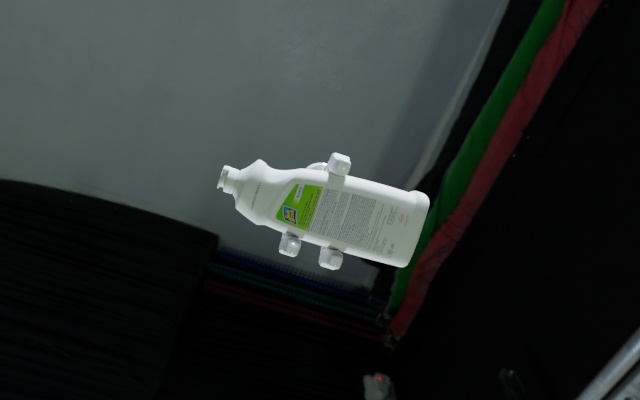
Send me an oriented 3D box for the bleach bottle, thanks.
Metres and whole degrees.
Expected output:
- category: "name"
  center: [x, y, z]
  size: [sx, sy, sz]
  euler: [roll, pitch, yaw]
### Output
- category: "bleach bottle"
  center: [0.000, 0.002, 0.594]
  size: [0.251, 0.102, 0.068]
  euler: [18, 2, -8]
